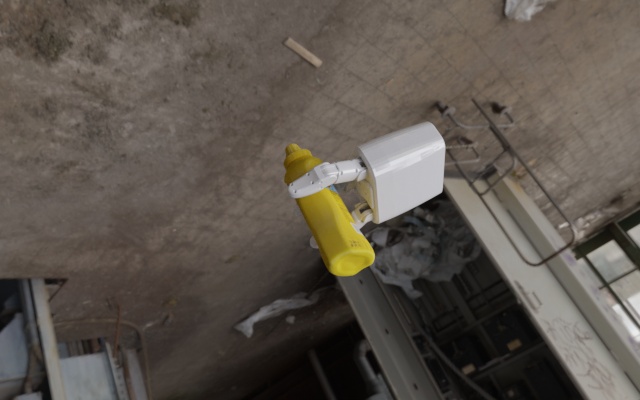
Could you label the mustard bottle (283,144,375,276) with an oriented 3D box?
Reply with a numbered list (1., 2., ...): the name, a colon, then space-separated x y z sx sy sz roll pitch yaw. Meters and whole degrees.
1. mustard bottle: 0.000 0.002 0.621 0.058 0.191 0.096 -33 -26 12
